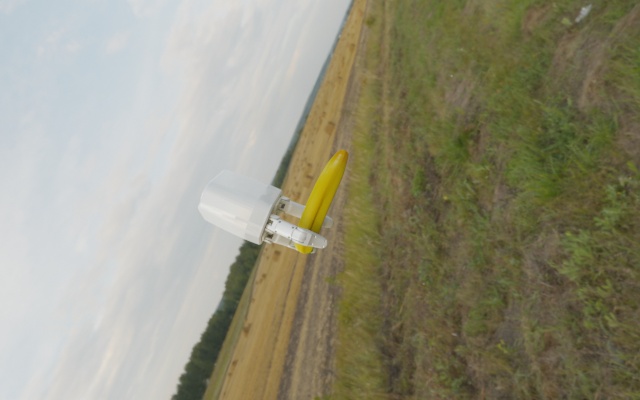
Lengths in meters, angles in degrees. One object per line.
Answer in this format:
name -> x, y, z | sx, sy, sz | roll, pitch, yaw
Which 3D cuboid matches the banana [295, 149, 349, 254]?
banana -> -0.005, 0.012, 0.763 | 0.037, 0.198, 0.069 | 23, 24, 3
